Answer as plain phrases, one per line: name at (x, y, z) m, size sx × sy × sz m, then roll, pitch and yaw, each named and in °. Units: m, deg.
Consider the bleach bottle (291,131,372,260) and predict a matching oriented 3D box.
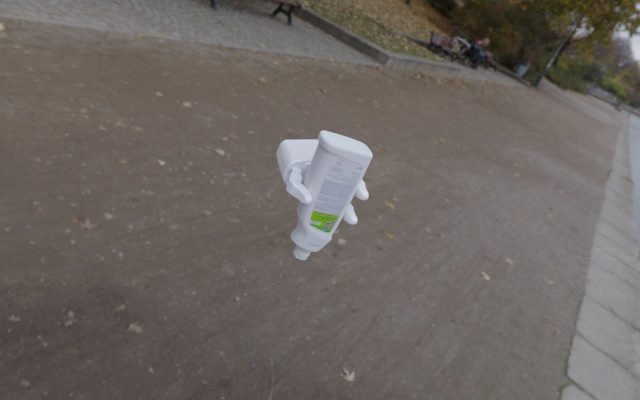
bleach bottle at (0.000, 0.003, 0.882) m, size 0.102 × 0.251 × 0.068 m, roll 14°, pitch 27°, yaw -23°
